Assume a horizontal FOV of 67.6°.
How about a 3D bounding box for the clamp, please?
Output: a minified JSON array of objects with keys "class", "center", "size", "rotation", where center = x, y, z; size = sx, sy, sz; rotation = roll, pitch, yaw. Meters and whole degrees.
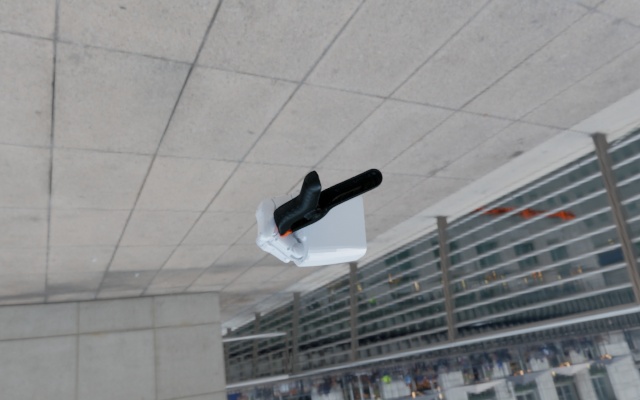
[{"class":"clamp","center":[0.000,0.003,0.628],"size":[0.120,0.039,0.171],"rotation":[-2,-21,-31]}]
